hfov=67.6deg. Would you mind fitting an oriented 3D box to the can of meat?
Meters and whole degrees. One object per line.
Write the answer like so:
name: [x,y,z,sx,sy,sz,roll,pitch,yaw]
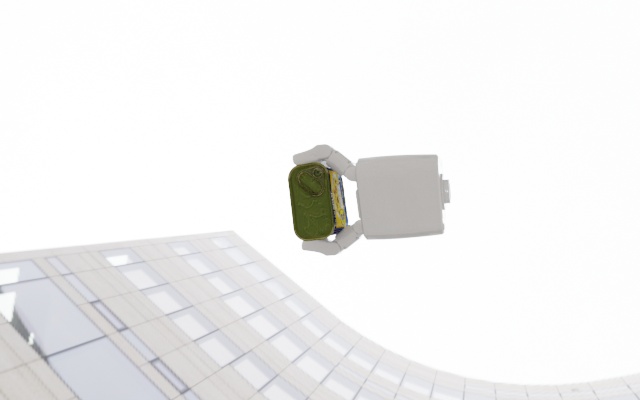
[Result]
can of meat: [0.000,0.002,0.660,0.057,0.102,0.084,-8,-3,19]
